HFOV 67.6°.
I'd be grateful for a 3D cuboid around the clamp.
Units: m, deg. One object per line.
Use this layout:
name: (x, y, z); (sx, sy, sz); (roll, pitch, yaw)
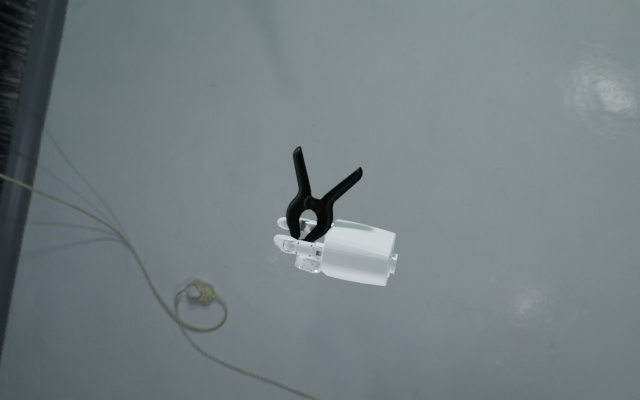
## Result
clamp: (0.000, 0.003, 0.795); (0.120, 0.171, 0.039); (11, 4, 11)
